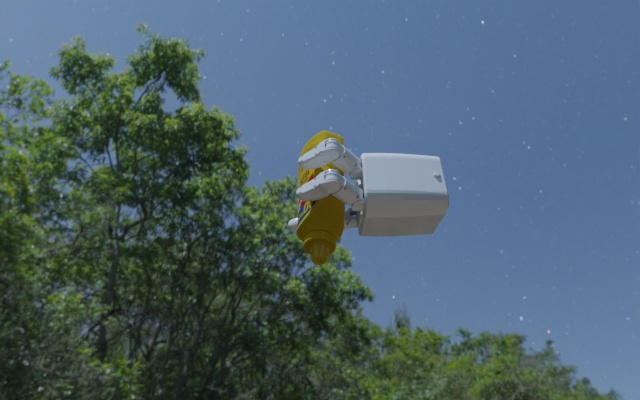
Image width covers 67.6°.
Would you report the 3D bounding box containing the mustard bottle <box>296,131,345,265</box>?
[{"bbox_3d":[0.000,0.002,0.645,0.058,0.191,0.096,17,-43,-19],"label":"mustard bottle"}]
